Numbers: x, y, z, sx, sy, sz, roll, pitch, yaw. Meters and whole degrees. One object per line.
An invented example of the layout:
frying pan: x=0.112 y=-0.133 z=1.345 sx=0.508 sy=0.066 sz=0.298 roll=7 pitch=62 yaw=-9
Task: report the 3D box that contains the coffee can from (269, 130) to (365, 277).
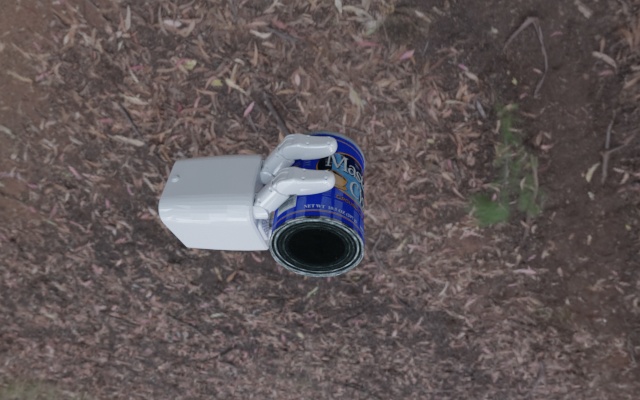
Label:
coffee can: x=0.000 y=0.002 z=0.555 sx=0.103 sy=0.140 sz=0.103 roll=3 pitch=-43 yaw=3
